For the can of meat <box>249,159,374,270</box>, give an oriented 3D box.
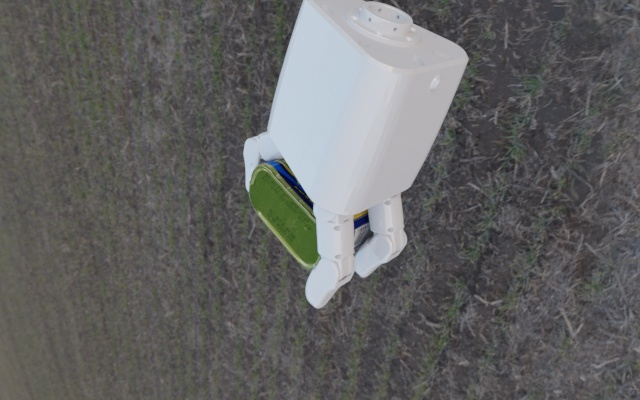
[{"bbox_3d":[0.000,0.001,0.409,0.084,0.057,0.102,-23,60,-41],"label":"can of meat"}]
